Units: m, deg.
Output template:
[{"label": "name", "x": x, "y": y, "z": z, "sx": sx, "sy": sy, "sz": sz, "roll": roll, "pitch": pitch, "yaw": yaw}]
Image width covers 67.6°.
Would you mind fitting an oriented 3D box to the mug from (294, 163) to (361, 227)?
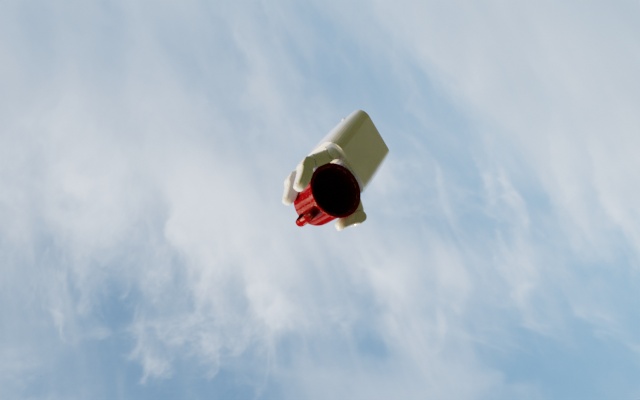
[{"label": "mug", "x": -0.001, "y": 0.004, "z": 0.789, "sx": 0.117, "sy": 0.093, "sz": 0.081, "roll": -50, "pitch": 10, "yaw": -32}]
